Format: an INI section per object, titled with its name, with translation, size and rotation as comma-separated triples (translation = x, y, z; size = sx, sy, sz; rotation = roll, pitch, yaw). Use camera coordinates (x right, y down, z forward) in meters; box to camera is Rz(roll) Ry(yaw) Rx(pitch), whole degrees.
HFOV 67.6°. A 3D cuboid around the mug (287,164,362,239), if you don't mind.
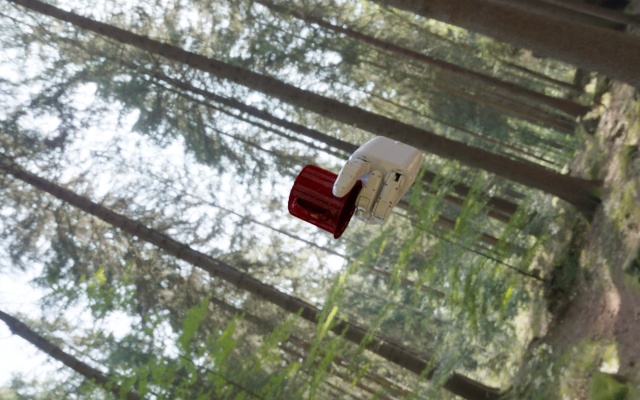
[mug]
translation = -0.001, 0.003, 0.681
size = 0.081, 0.093, 0.117
rotation = 23, 28, 15
